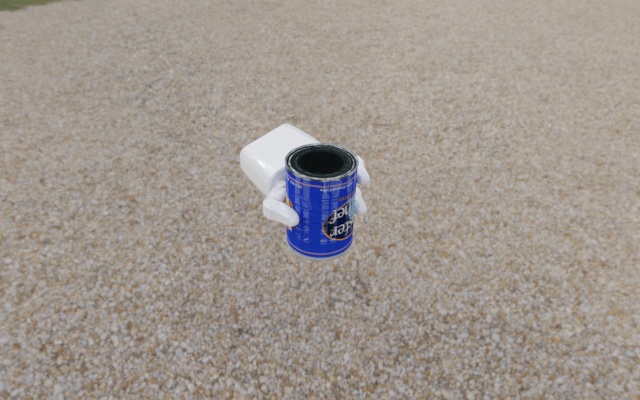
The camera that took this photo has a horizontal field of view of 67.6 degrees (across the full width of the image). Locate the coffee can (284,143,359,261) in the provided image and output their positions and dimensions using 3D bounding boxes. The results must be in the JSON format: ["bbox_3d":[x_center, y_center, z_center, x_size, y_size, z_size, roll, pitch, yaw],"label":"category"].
[{"bbox_3d":[0.000,0.003,0.692,0.103,0.140,0.102,1,35,-1],"label":"coffee can"}]
